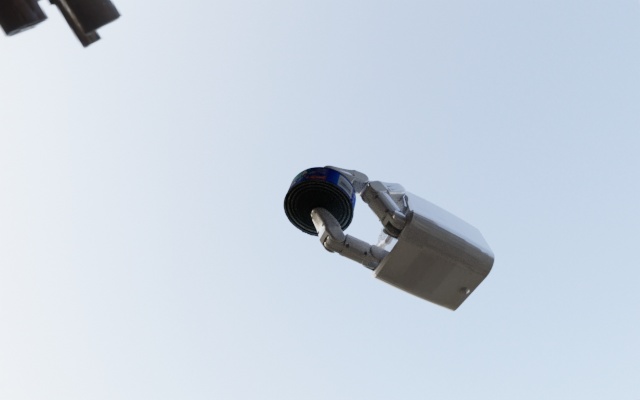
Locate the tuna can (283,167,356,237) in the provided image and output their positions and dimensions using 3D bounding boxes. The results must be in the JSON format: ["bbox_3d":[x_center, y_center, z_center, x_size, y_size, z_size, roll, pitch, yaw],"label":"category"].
[{"bbox_3d":[0.000,0.002,0.583,0.086,0.086,0.033,0,36,13],"label":"tuna can"}]
